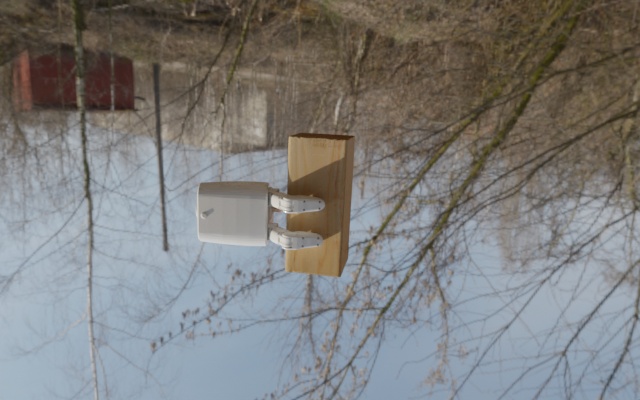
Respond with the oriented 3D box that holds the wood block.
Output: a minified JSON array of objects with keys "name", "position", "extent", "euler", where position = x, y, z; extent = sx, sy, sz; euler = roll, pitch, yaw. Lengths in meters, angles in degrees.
[{"name":"wood block","position":[0.000,0.002,0.744],"extent":[0.090,0.206,0.091],"euler":[5,13,9]}]
